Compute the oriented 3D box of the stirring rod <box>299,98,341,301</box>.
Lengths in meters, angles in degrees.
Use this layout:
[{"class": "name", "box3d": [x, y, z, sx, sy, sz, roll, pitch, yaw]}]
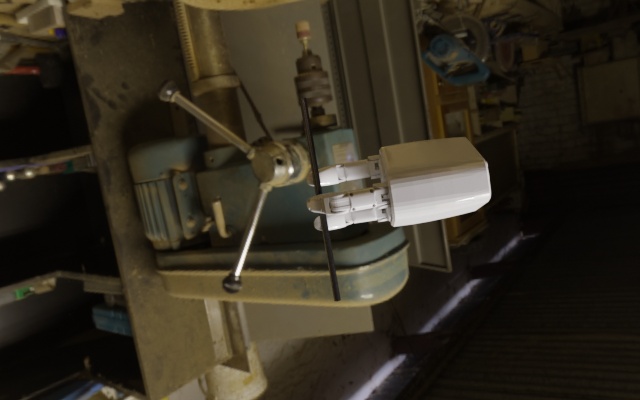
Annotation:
[{"class": "stirring rod", "box3d": [0.000, 0.002, 0.557, 0.011, 0.239, 0.011, -10, 7, 1]}]
